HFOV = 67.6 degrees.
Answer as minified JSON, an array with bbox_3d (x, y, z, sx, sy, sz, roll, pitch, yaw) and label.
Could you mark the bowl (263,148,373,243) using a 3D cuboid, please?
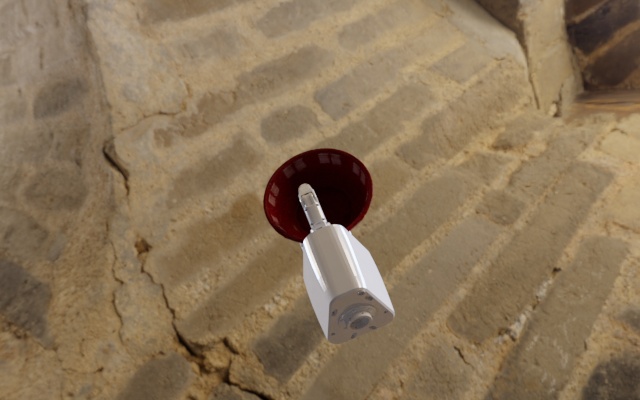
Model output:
[{"bbox_3d":[0.000,0.001,0.708,0.162,0.162,0.055,0,-31,14],"label":"bowl"}]
